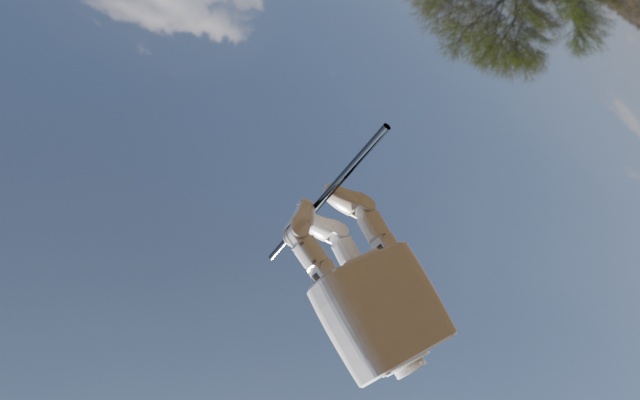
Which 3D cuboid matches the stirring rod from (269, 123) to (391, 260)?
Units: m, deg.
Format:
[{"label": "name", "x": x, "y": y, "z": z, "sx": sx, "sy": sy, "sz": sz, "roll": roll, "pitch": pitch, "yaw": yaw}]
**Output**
[{"label": "stirring rod", "x": 0.000, "y": 0.002, "z": 0.510, "sx": 0.011, "sy": 0.011, "sz": 0.240, "roll": 0, "pitch": -35, "yaw": -38}]
